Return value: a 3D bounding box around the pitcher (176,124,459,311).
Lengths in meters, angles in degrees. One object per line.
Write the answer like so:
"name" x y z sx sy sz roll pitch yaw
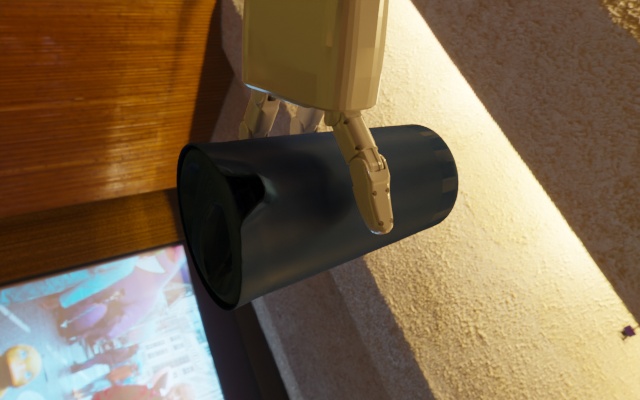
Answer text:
"pitcher" 0.000 0.001 0.439 0.243 0.145 0.149 -13 30 -31
